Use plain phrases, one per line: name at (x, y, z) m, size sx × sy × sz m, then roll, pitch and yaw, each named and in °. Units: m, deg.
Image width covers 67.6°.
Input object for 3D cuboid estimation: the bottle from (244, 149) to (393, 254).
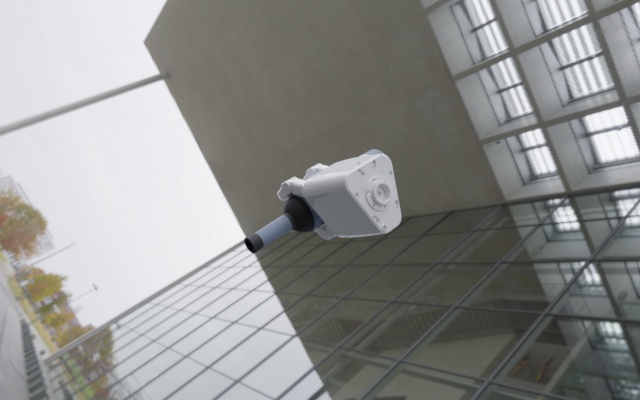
bottle at (0.000, 0.002, 0.790) m, size 0.295 × 0.069 × 0.069 m, roll -31°, pitch 18°, yaw -32°
